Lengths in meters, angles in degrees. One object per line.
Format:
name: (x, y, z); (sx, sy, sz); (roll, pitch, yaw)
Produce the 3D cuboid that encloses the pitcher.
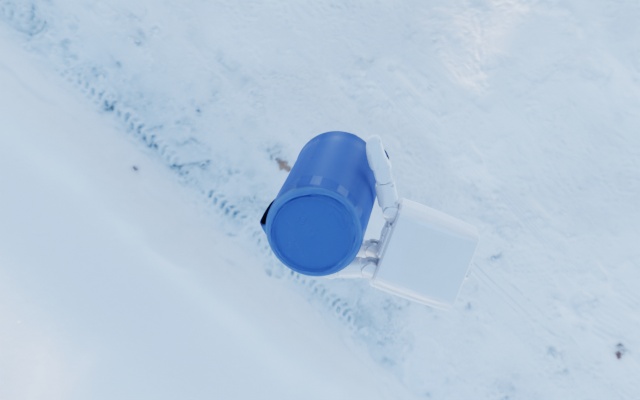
pitcher: (0.000, 0.002, 0.623); (0.145, 0.149, 0.242); (21, 21, 2)
